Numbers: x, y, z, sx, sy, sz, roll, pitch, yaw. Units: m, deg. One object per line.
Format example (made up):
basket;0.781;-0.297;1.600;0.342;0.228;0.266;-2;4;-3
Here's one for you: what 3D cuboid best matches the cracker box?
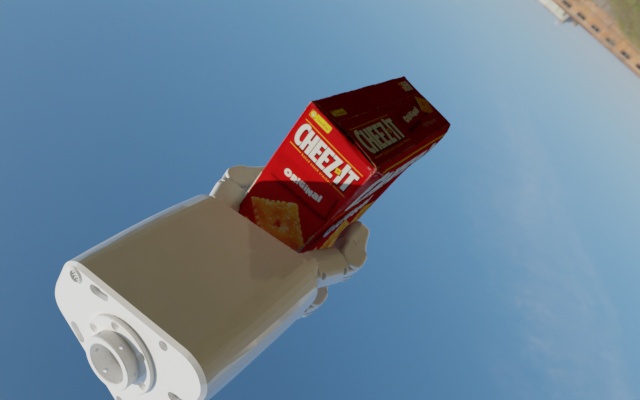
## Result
cracker box;0.000;0.001;0.421;0.214;0.072;0.164;-49;-10;35
